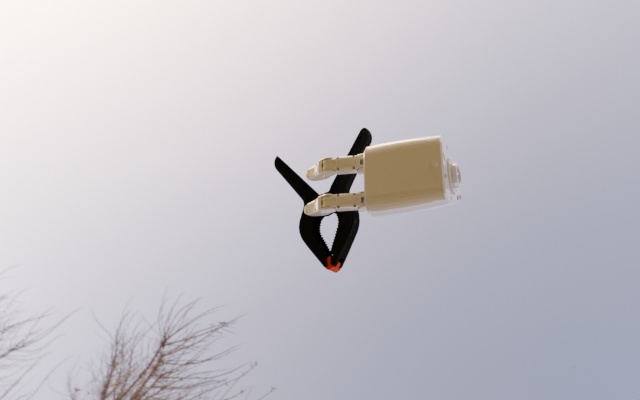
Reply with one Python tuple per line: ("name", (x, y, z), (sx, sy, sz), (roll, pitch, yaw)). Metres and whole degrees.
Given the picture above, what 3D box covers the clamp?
("clamp", (0.001, 0.003, 0.709), (0.164, 0.210, 0.036), (-9, -21, 26))
